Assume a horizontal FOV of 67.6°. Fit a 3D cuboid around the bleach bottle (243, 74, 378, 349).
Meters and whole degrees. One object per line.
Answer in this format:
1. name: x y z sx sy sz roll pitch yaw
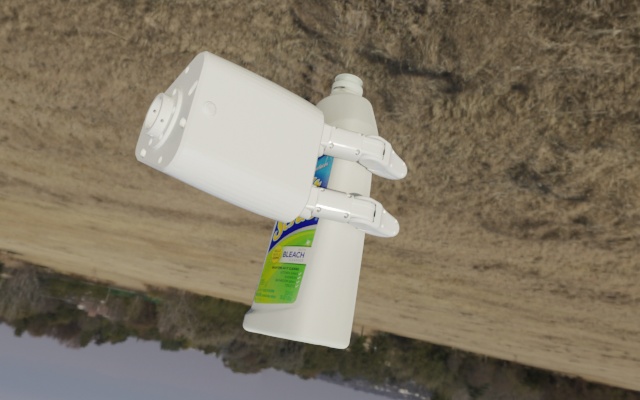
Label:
1. bleach bottle: 0.000 0.001 0.444 0.068 0.250 0.102 22 -20 -35
